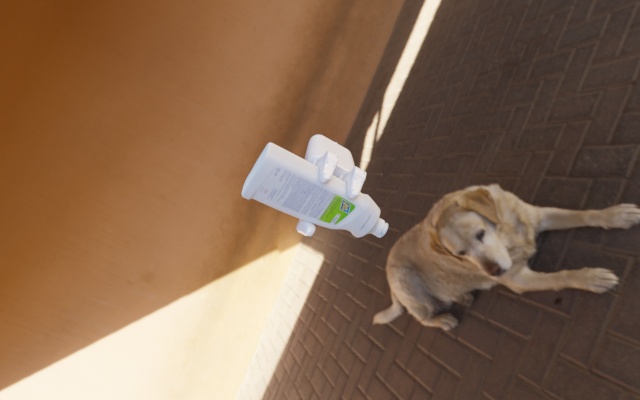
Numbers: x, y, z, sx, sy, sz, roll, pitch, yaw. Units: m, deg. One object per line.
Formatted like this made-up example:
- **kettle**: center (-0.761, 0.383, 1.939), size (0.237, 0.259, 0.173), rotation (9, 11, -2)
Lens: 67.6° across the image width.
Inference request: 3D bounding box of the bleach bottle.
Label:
- **bleach bottle**: center (0.000, 0.003, 0.815), size (0.251, 0.103, 0.068), rotation (28, 27, -15)
